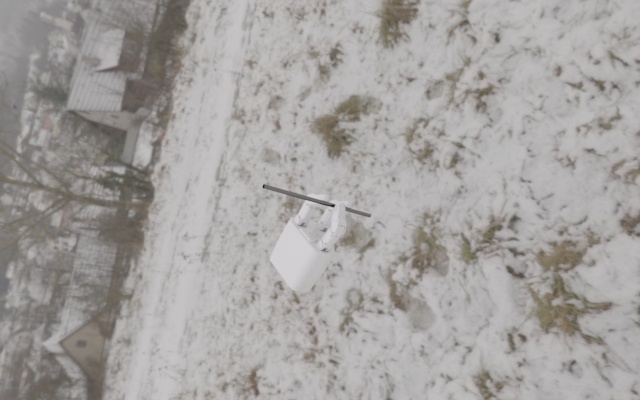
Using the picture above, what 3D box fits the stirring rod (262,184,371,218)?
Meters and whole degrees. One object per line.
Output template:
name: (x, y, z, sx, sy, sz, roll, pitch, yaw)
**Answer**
stirring rod: (0.000, 0.003, 0.887, 0.239, 0.011, 0.011, 16, -9, -32)
